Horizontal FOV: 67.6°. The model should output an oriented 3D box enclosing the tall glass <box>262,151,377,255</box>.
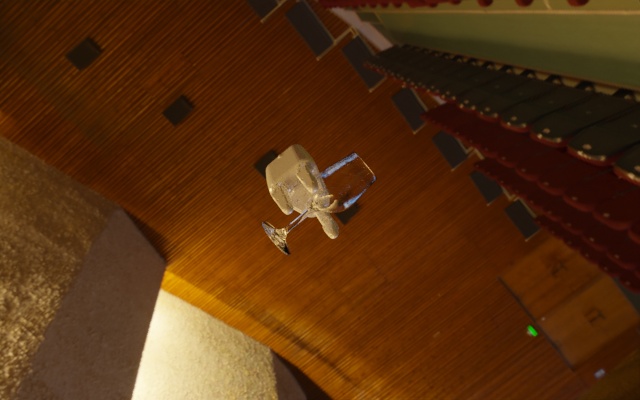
[{"bbox_3d":[0.000,0.003,0.819,0.201,0.079,0.079,-39,-5,6],"label":"tall glass"}]
